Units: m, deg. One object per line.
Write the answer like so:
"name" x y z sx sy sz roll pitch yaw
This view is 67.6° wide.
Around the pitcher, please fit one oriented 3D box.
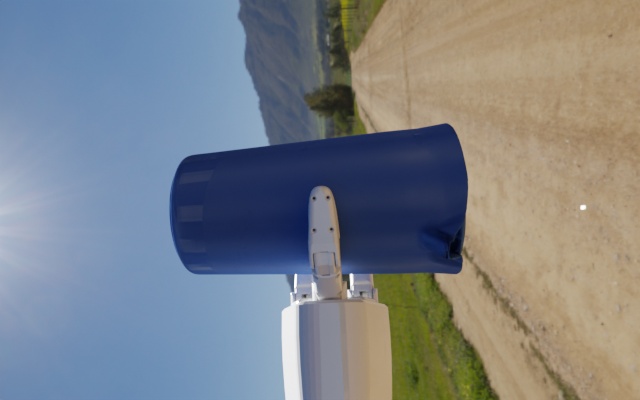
"pitcher" 0.000 0.002 0.436 0.243 0.145 0.149 -3 -17 2
